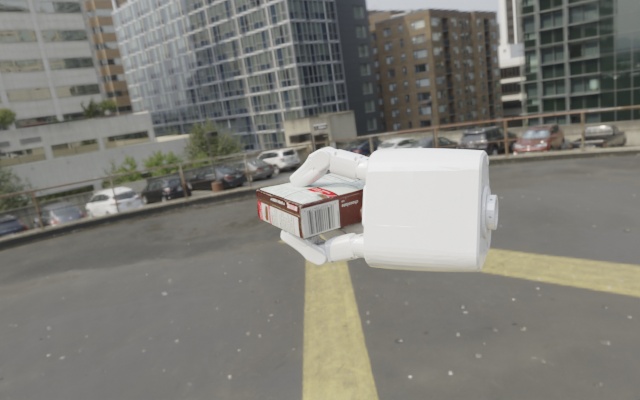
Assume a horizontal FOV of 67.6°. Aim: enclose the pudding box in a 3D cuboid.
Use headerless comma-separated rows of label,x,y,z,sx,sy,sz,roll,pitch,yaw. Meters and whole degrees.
pudding box,0.000,0.002,0.522,0.113,0.039,0.090,-13,18,-34
